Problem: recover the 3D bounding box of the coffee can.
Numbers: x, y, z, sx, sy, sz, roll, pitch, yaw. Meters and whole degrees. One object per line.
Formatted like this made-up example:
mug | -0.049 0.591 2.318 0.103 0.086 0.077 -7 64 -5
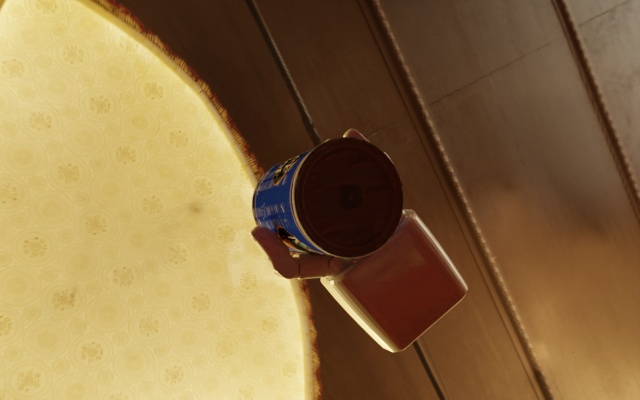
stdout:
coffee can | 0.000 0.001 0.464 0.103 0.103 0.140 0 -4 -22
